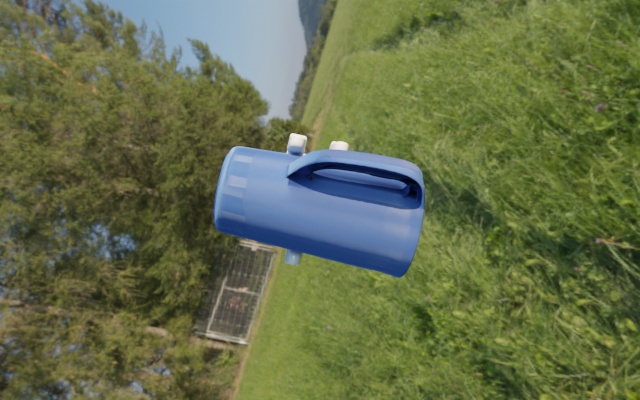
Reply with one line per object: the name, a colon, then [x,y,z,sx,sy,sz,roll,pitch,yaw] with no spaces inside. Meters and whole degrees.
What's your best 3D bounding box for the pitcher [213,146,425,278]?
pitcher: [0.000,0.002,0.585,0.243,0.149,0.145,12,10,-4]
